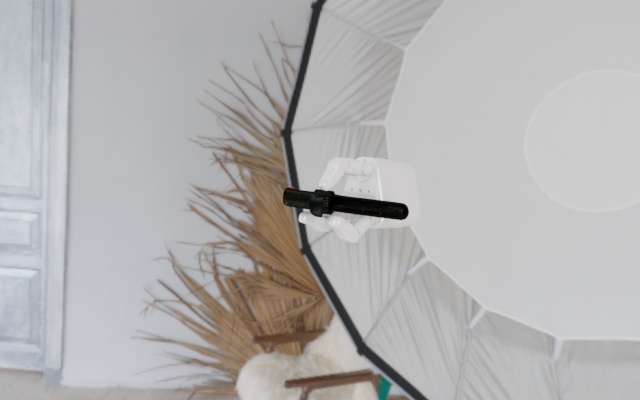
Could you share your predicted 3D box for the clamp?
[{"bbox_3d":[0.000,0.001,0.703,0.164,0.036,0.210,4,4,-43],"label":"clamp"}]
